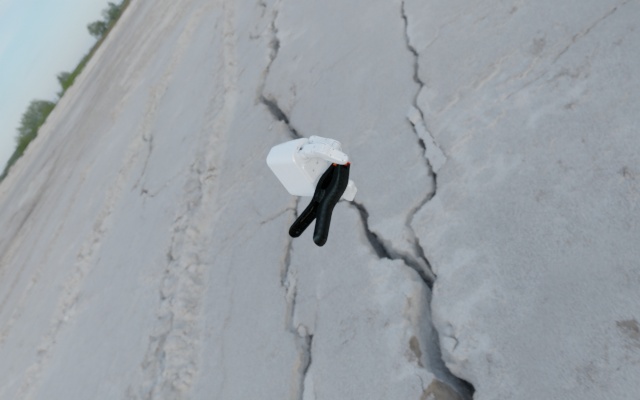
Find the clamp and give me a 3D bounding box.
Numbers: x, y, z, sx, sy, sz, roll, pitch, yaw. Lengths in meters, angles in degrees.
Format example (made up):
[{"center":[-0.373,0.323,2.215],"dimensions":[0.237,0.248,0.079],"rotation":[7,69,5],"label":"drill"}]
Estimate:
[{"center":[0.000,0.002,0.859],"dimensions":[0.039,0.171,0.120],"rotation":[36,-21,-31],"label":"clamp"}]
